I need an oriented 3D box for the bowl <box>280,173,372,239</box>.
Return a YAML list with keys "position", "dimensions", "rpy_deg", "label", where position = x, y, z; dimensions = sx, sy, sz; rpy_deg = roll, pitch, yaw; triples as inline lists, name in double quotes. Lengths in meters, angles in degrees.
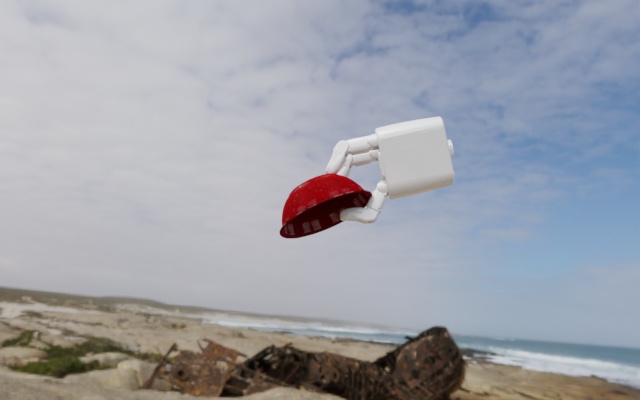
- position: [-0.001, 0.003, 0.773]
  dimensions: [0.162, 0.055, 0.162]
  rpy_deg: [-22, -17, -7]
  label: "bowl"
